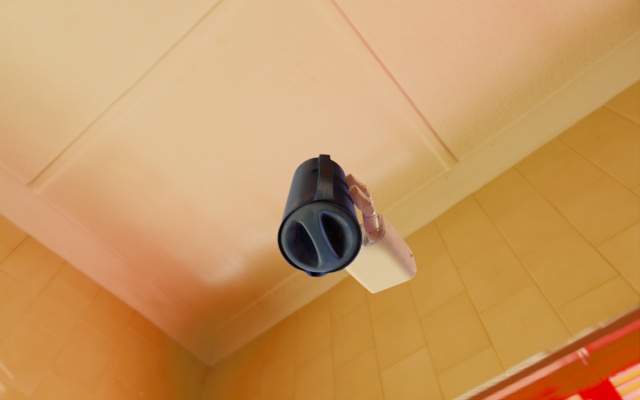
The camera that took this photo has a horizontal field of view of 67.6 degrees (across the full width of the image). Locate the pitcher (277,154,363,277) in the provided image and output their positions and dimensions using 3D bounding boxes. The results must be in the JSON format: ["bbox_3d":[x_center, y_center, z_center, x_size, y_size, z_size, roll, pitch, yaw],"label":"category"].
[{"bbox_3d":[0.000,0.003,0.841,0.149,0.145,0.242,-39,20,16],"label":"pitcher"}]
